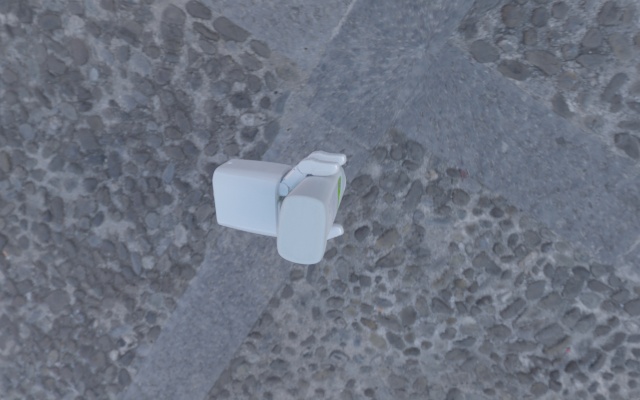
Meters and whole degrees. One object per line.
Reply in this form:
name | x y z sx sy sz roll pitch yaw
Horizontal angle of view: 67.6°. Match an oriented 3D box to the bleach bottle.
bleach bottle | 0.000 0.002 0.752 0.068 0.102 0.250 10 19 9
